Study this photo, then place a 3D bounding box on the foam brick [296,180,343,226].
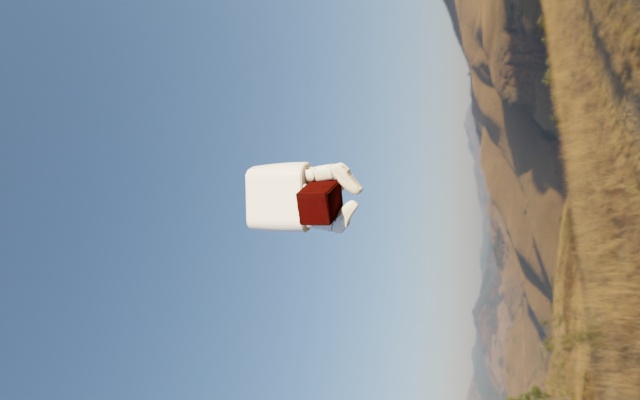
[{"bbox_3d":[0.000,0.002,0.757,0.051,0.053,0.078,0,18,19],"label":"foam brick"}]
